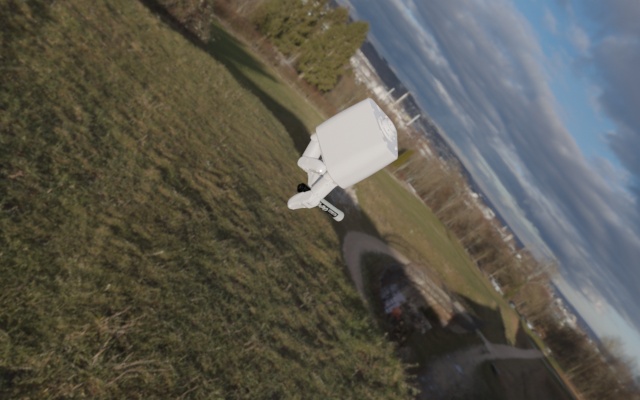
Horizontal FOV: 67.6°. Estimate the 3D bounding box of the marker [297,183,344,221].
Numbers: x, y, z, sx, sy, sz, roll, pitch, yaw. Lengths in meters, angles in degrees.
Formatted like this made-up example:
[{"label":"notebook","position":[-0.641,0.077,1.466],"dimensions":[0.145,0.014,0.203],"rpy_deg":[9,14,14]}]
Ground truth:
[{"label":"marker","position":[0.000,0.003,0.848],"dimensions":[0.020,0.020,0.121],"rpy_deg":[0,-27,42]}]
